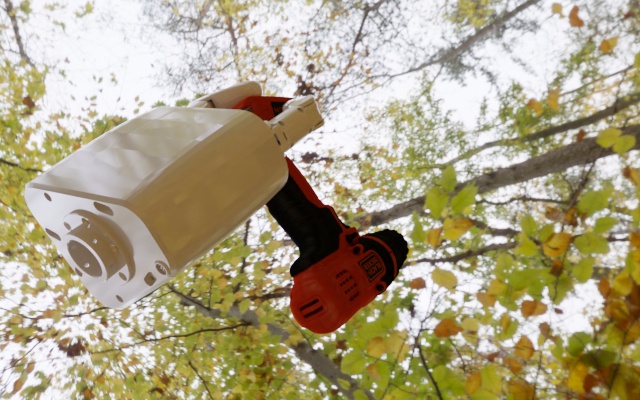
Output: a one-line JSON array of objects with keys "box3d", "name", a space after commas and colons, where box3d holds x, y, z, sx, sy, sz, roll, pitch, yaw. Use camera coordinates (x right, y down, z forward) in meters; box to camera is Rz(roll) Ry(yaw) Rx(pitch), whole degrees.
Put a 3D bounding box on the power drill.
[{"box3d": [0.000, 0.001, 0.409, 0.057, 0.187, 0.184, -36, -7, 26], "name": "power drill"}]
